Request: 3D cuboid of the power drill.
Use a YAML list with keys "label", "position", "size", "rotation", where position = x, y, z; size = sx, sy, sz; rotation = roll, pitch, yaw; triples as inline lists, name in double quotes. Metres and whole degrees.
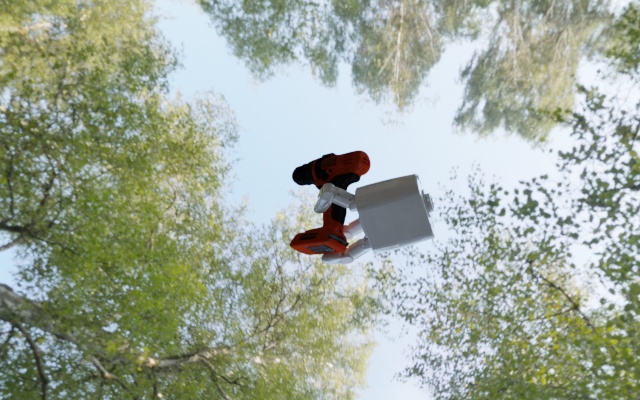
- label: "power drill"
  position: [0.000, 0.003, 0.873]
  size: [0.184, 0.187, 0.057]
  rotation: [-11, -30, 45]
